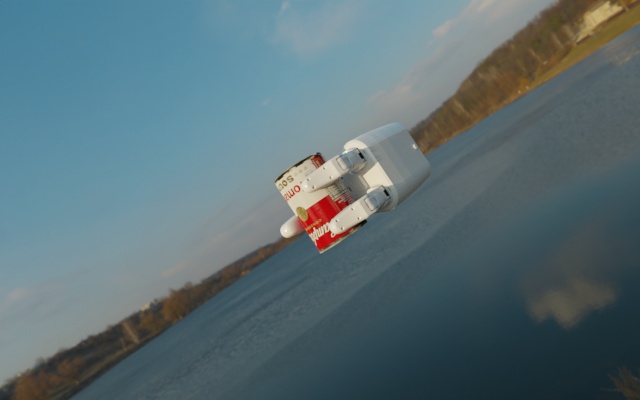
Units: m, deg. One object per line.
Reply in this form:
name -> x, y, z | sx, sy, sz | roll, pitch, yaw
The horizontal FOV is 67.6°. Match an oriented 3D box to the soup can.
soup can -> 0.000, 0.002, 0.570 | 0.068, 0.102, 0.068 | -33, -2, -1
